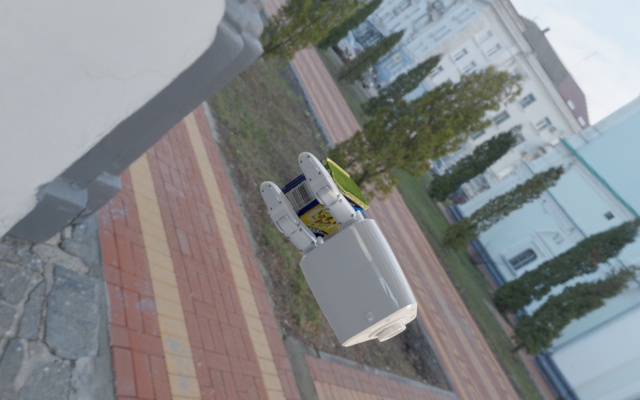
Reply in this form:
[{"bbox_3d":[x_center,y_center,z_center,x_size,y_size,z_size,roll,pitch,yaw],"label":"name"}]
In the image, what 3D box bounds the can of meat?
[{"bbox_3d":[0.000,0.002,0.576,0.084,0.057,0.102,-34,-28,14],"label":"can of meat"}]
